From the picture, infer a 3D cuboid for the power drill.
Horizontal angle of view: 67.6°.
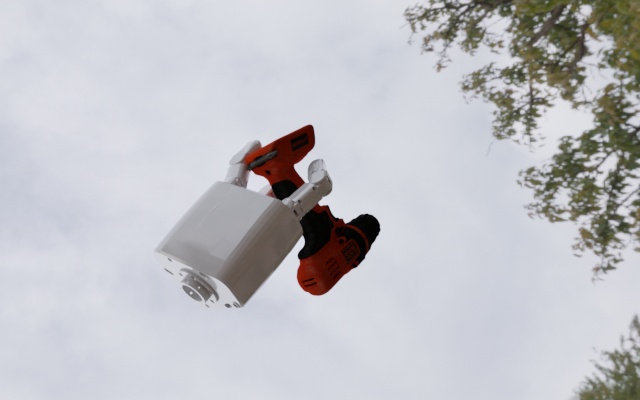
[{"bbox_3d":[0.000,0.002,0.599,0.057,0.187,0.184,-26,6,33],"label":"power drill"}]
